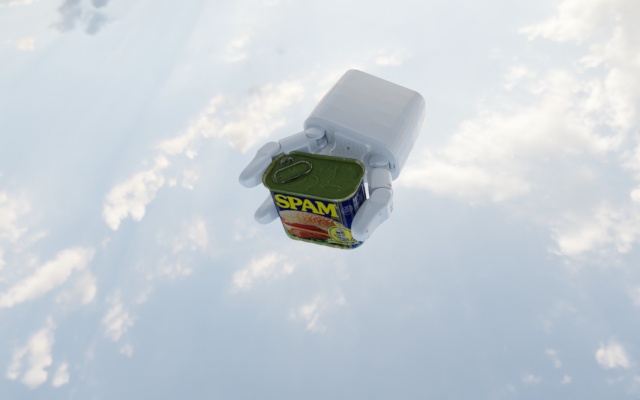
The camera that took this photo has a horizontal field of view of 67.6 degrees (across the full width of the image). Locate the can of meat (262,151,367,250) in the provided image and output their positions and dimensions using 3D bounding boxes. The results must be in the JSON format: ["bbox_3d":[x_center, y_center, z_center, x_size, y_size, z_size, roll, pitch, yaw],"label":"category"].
[{"bbox_3d":[0.000,0.002,0.498,0.102,0.057,0.084,10,-40,23],"label":"can of meat"}]
